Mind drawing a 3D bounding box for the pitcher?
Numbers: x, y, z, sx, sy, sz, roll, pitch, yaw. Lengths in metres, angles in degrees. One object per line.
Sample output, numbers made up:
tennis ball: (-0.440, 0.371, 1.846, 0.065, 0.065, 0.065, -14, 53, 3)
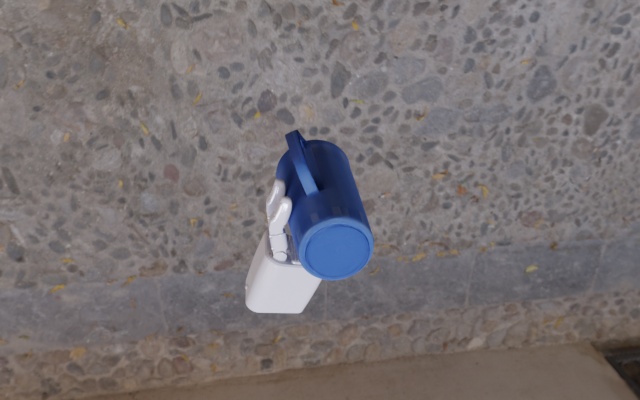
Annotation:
pitcher: (0.000, 0.003, 0.747, 0.149, 0.145, 0.242, 16, 26, -19)
